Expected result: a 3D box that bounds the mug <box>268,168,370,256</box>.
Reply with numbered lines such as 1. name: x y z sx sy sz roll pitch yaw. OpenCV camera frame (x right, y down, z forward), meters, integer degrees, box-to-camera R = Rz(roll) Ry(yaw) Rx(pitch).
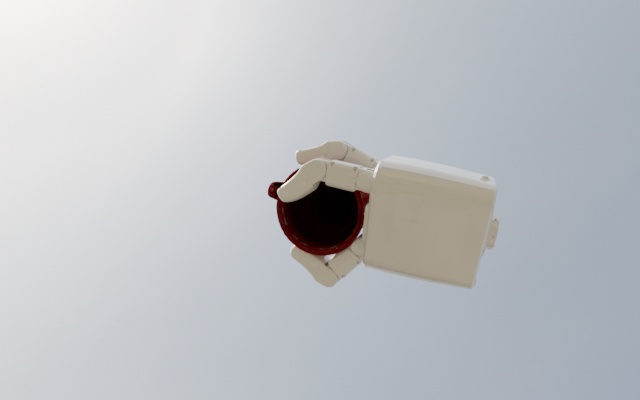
1. mug: -0.001 0.001 0.516 0.117 0.093 0.081 14 12 16
